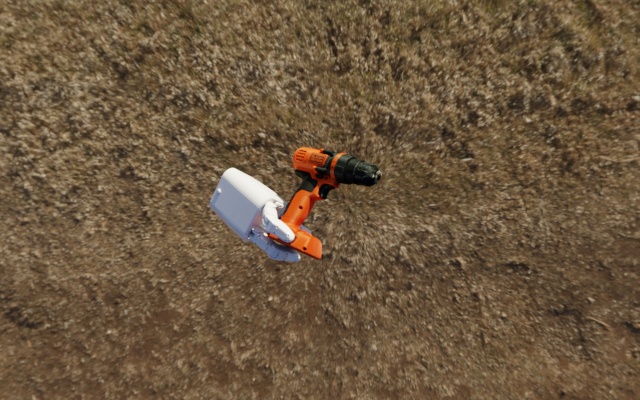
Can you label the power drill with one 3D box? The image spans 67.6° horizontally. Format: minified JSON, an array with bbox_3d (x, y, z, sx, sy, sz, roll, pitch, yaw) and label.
[{"bbox_3d":[0.000,0.003,0.823,0.184,0.187,0.057,17,-12,41],"label":"power drill"}]
